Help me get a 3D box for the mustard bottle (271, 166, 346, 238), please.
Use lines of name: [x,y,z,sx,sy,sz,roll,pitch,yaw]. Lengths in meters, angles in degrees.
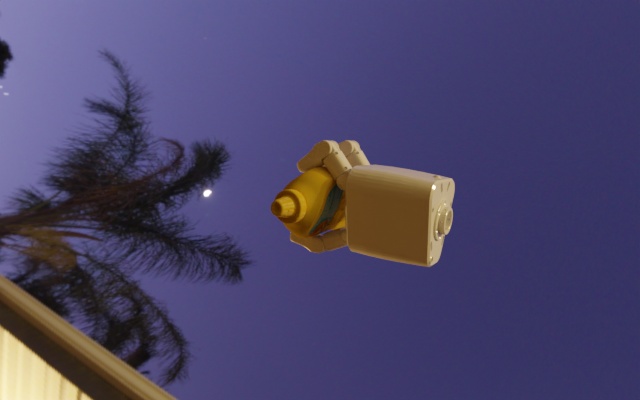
mustard bottle: [0.000,0.002,0.624,0.058,0.096,0.191,37,22,23]
